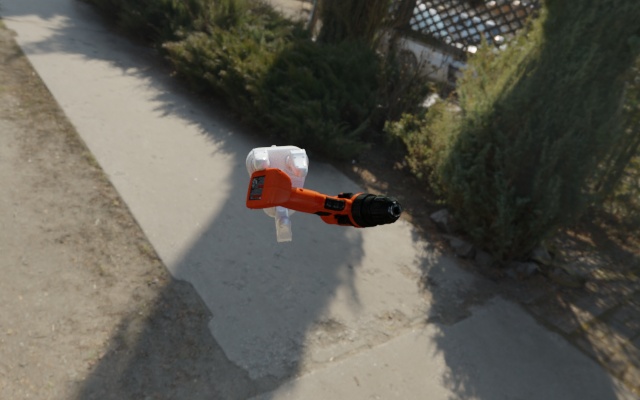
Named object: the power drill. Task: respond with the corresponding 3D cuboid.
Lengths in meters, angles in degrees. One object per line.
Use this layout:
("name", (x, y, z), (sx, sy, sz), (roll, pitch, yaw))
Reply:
("power drill", (0.000, 0.002, 0.695), (0.188, 0.057, 0.184), (15, -11, -29))
